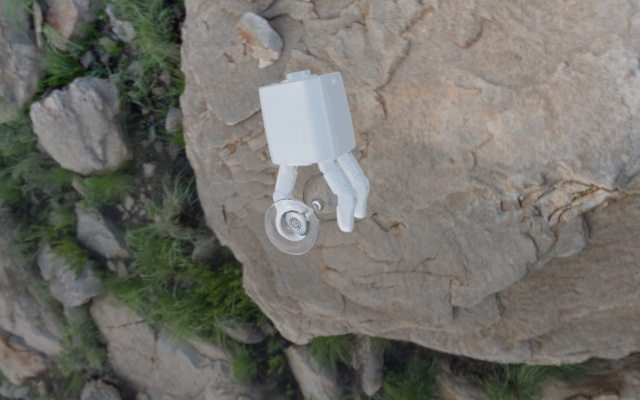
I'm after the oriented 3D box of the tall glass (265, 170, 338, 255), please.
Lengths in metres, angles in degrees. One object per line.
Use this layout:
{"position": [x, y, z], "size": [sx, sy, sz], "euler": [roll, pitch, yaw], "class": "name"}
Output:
{"position": [0.000, 0.003, 0.678], "size": [0.079, 0.079, 0.201], "euler": [0, 18, 23], "class": "tall glass"}
